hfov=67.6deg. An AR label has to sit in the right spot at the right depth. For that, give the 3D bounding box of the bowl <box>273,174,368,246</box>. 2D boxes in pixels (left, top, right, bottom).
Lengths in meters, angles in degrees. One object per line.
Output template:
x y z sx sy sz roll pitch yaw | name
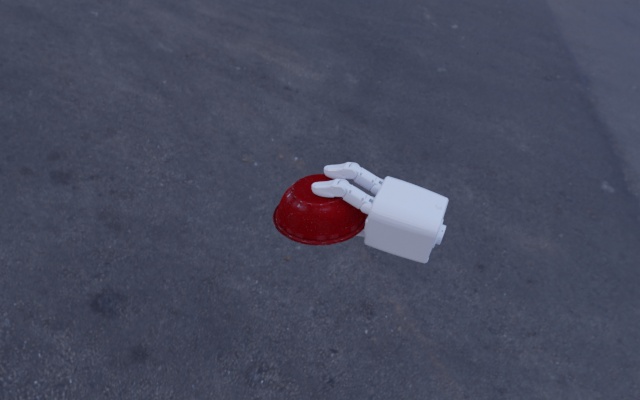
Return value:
-0.001 0.002 0.785 0.162 0.055 0.162 -2 34 1 | bowl
